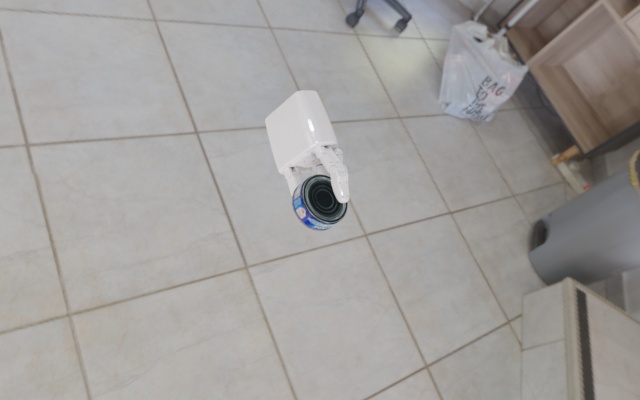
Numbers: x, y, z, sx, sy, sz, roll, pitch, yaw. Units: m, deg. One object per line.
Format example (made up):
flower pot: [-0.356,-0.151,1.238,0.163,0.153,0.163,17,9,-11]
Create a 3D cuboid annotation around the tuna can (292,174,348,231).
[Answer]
tuna can: [0.000,0.002,0.754,0.086,0.086,0.034,0,-22,-33]
